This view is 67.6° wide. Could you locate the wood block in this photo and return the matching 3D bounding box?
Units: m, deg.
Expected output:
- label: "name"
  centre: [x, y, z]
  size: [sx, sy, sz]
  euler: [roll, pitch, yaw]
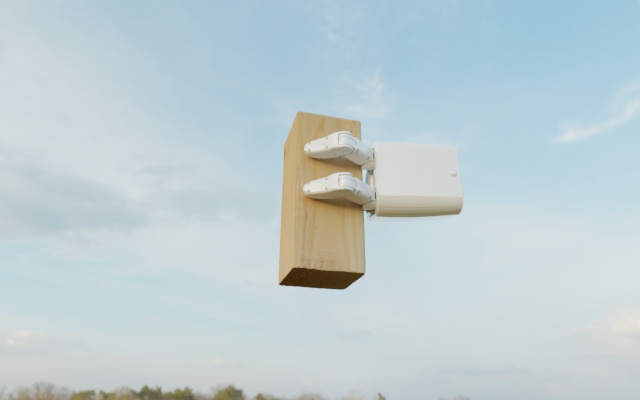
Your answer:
- label: "wood block"
  centre: [0.000, 0.002, 0.617]
  size: [0.090, 0.206, 0.091]
  euler: [6, -25, -13]
